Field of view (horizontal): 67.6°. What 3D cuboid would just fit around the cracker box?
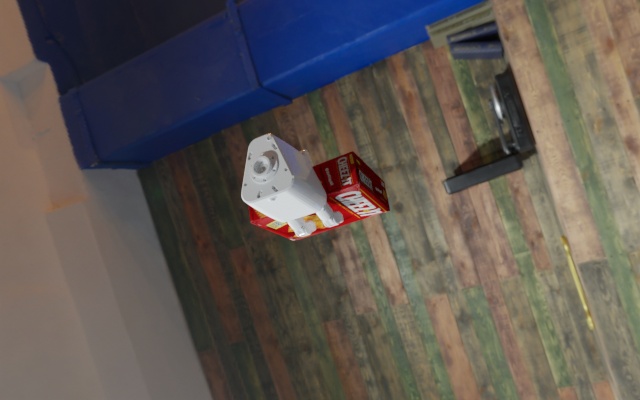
[{"bbox_3d":[0.000,0.003,0.879,0.214,0.072,0.164,-19,-24,21],"label":"cracker box"}]
